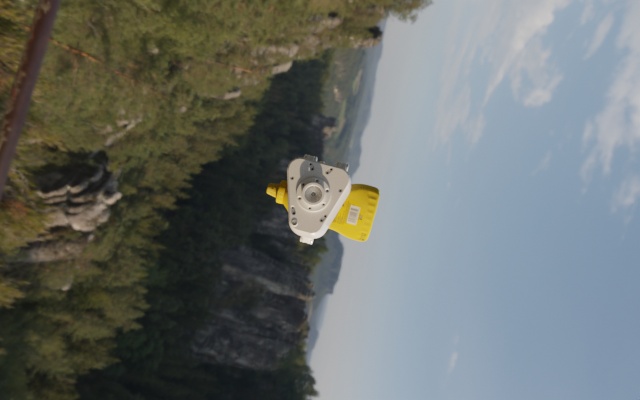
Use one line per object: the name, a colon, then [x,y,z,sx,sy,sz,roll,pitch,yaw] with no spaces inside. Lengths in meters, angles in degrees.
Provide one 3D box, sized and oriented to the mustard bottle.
mustard bottle: [0.000,0.003,0.831,0.191,0.096,0.058,14,19,2]
